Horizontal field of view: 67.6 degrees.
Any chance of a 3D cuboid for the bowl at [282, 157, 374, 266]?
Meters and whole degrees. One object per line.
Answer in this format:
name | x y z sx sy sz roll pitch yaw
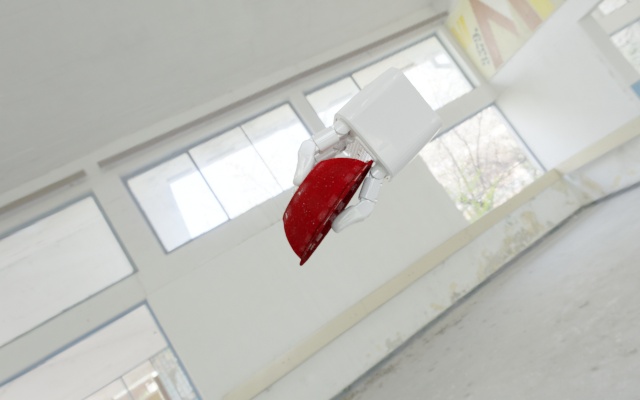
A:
bowl | -0.001 0.003 0.603 0.055 0.162 0.162 34 4 6
